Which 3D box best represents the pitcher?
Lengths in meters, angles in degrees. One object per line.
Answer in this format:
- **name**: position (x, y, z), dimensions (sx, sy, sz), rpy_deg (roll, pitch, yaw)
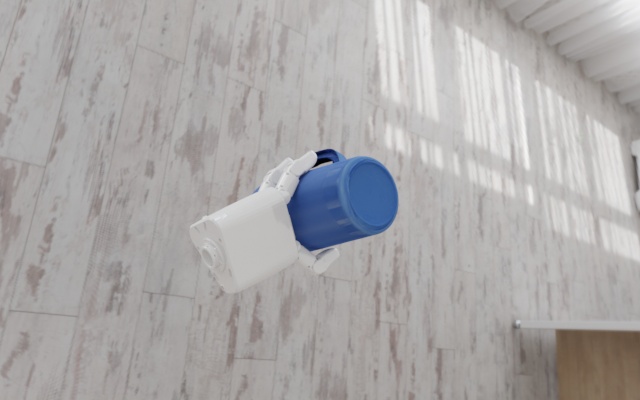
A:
- **pitcher**: position (0.000, 0.003, 0.726), dimensions (0.145, 0.149, 0.243), rpy_deg (-27, 6, -38)
